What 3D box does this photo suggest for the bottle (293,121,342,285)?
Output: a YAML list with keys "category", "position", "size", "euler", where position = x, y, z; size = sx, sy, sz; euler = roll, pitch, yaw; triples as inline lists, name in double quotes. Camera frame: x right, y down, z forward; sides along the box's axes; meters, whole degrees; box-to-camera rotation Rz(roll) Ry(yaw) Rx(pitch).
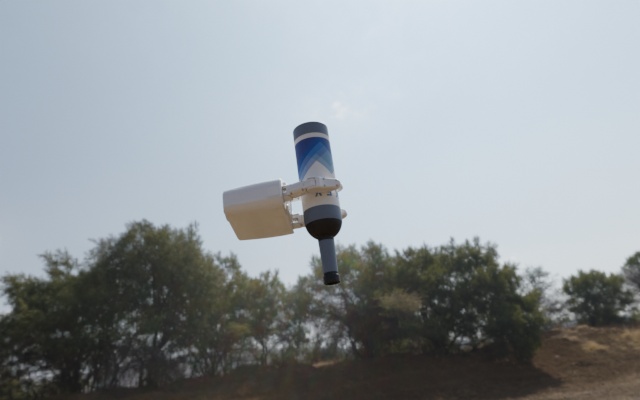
- category: "bottle"
  position: [0.000, 0.003, 0.846]
  size: [0.069, 0.295, 0.069]
  euler: [-7, -22, -3]
